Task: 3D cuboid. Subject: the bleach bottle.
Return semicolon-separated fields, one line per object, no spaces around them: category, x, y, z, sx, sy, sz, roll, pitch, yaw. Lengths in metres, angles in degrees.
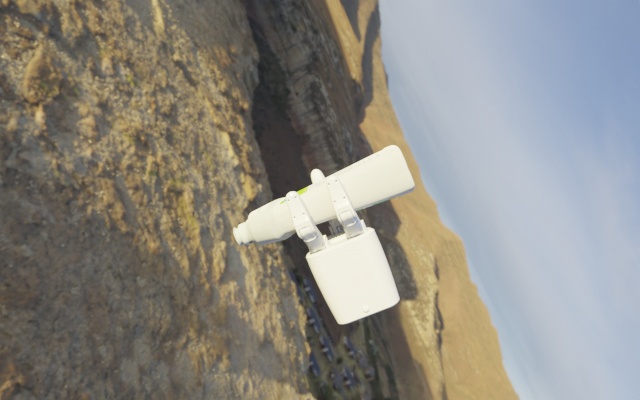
bleach bottle;0.000;0.002;0.661;0.251;0.068;0.102;-23;4;7
